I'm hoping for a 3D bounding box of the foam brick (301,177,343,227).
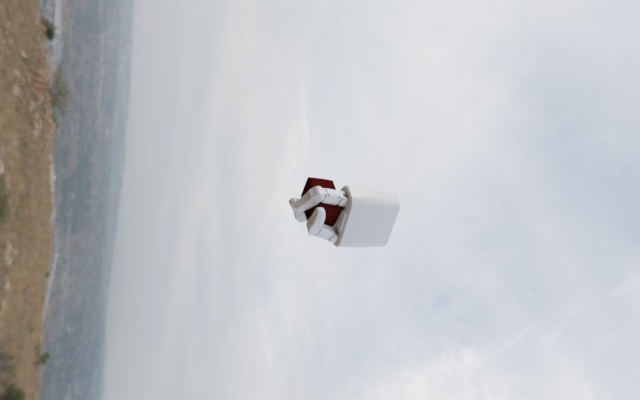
[{"bbox_3d":[0.000,0.003,0.889,0.051,0.078,0.053,4,-45,-22],"label":"foam brick"}]
